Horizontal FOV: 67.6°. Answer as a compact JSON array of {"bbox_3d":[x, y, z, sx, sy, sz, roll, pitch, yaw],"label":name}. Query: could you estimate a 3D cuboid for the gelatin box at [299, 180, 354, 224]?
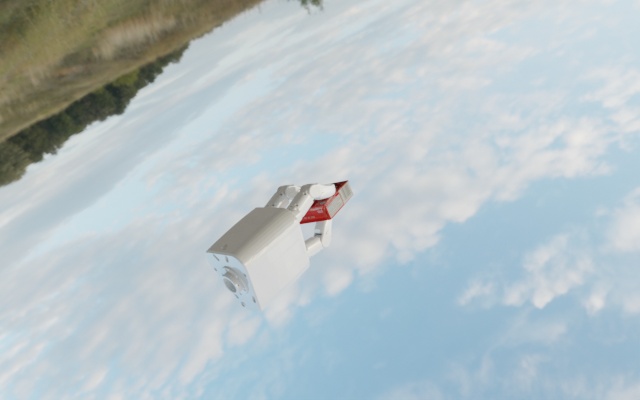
[{"bbox_3d":[0.000,0.003,0.758,0.073,0.030,0.089,-9,23,35],"label":"gelatin box"}]
